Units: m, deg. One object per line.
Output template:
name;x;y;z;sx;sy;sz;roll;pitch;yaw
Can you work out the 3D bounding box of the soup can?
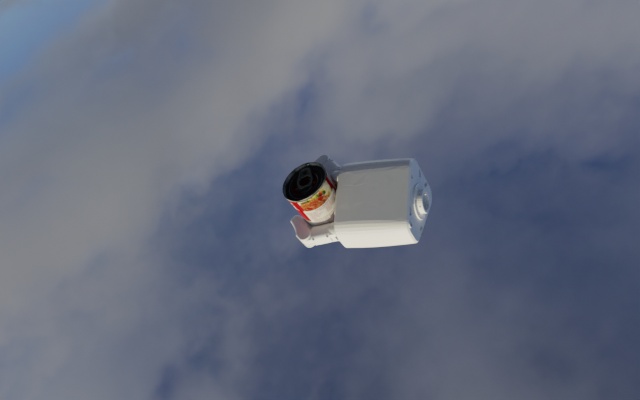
soup can;0.000;0.003;0.689;0.068;0.068;0.102;0;-35;34
